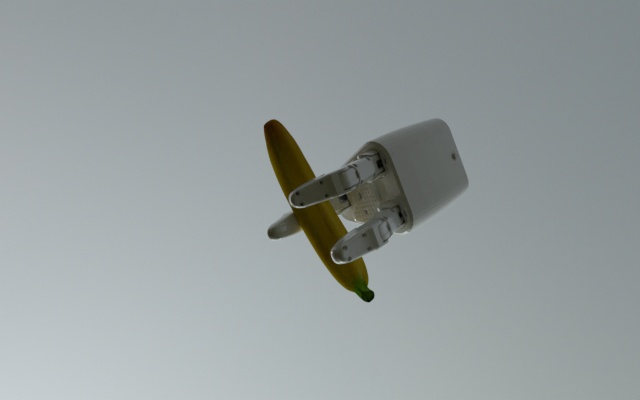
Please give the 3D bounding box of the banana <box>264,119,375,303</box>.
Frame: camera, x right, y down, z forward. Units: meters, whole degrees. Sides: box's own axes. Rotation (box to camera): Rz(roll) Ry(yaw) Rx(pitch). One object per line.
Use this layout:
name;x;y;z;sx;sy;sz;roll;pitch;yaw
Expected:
banana;-0.001;0.011;0.468;0.037;0.197;0.070;-26;-15;-19
